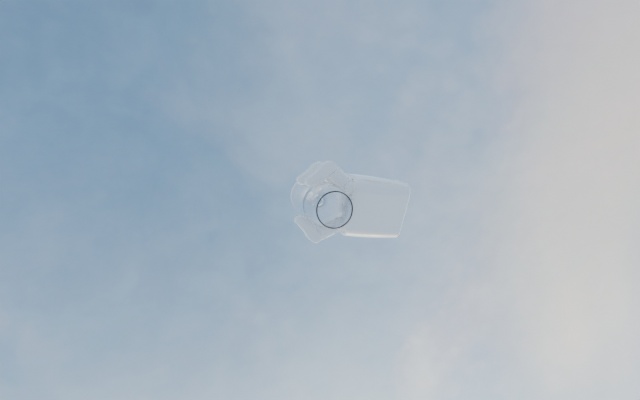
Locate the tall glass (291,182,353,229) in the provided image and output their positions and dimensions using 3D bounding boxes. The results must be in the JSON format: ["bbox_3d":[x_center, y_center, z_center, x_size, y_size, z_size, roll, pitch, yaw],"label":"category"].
[{"bbox_3d":[0.000,0.003,0.862,0.079,0.079,0.201,0,7,-13],"label":"tall glass"}]
